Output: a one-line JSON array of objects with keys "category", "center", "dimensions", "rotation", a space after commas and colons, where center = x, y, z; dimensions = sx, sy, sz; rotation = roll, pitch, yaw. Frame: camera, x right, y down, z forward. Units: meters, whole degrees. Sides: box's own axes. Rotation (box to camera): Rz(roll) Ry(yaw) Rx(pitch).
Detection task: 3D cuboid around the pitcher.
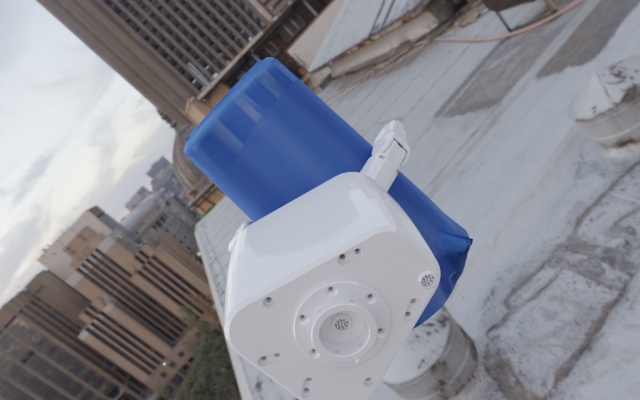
[{"category": "pitcher", "center": [0.000, 0.001, 0.427], "dimensions": [0.243, 0.149, 0.145], "rotation": [43, 10, -15]}]
